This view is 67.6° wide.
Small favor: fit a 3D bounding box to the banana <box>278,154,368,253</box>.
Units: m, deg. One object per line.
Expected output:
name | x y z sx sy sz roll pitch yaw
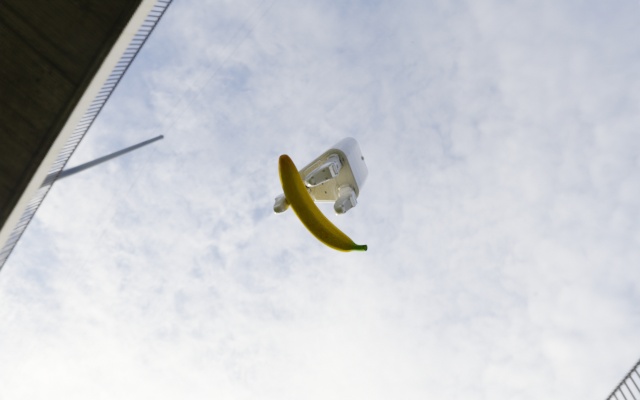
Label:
banana | -0.009 0.015 0.757 0.070 0.198 0.037 -42 2 33
